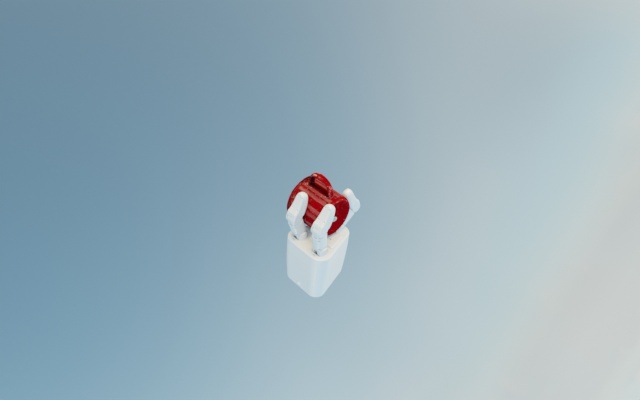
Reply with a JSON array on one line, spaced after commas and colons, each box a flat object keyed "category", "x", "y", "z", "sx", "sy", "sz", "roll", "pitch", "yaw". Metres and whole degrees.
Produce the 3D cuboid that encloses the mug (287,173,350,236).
[{"category": "mug", "x": 0.000, "y": 0.002, "z": 0.868, "sx": 0.093, "sy": 0.117, "sz": 0.081, "roll": -29, "pitch": 50, "yaw": -36}]
